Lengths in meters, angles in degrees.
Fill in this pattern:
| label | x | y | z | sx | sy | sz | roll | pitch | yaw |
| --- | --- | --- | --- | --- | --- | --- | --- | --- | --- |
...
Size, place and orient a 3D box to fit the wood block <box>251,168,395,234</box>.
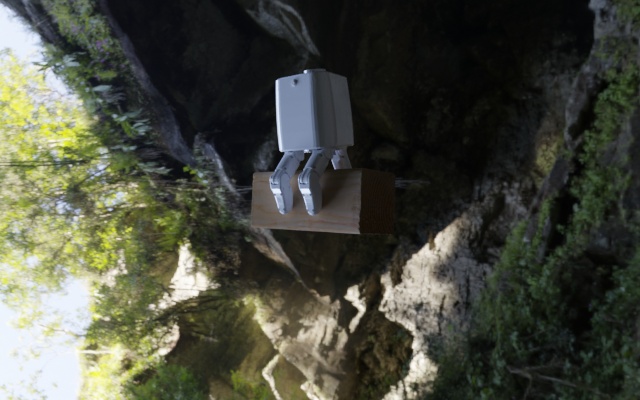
| label | x | y | z | sx | sy | sz | roll | pitch | yaw |
| --- | --- | --- | --- | --- | --- | --- | --- | --- | --- |
| wood block | 0.000 | 0.002 | 0.721 | 0.206 | 0.090 | 0.091 | 1 | -2 | 39 |
